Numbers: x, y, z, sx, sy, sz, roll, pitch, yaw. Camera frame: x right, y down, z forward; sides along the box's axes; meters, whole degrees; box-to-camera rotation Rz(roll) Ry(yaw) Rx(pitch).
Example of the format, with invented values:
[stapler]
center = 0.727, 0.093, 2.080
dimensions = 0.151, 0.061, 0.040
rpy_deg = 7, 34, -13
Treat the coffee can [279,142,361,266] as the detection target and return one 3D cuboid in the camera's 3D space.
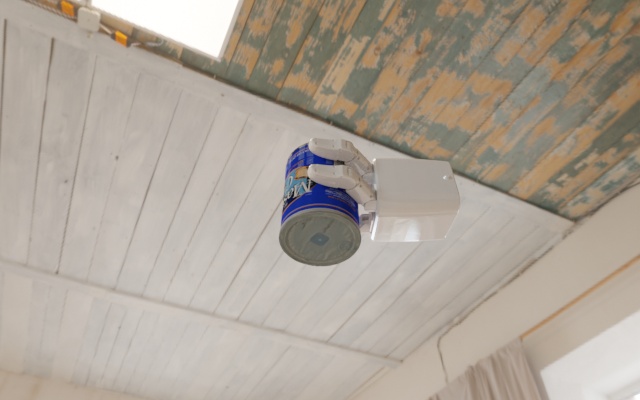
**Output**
[coffee can]
center = 0.000, 0.002, 0.641
dimensions = 0.103, 0.103, 0.140
rpy_deg = 0, 44, 1
